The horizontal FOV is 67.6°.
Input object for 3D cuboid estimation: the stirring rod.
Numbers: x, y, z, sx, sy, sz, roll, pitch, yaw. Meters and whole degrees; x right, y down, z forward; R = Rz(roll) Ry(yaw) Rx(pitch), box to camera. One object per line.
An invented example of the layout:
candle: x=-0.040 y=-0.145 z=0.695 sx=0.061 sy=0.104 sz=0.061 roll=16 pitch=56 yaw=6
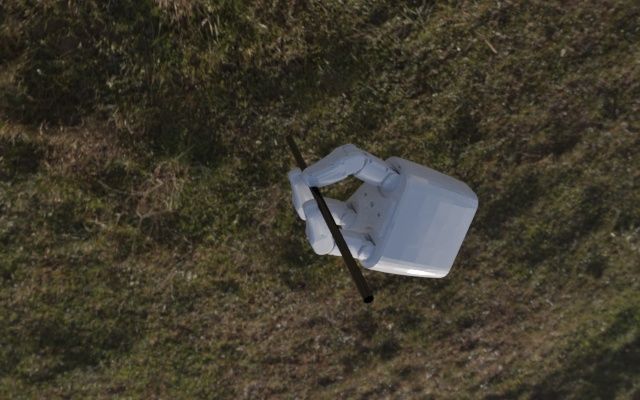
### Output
stirring rod: x=0.000 y=0.001 z=0.436 sx=0.011 sy=0.011 sz=0.239 roll=0 pitch=36 yaw=-21
